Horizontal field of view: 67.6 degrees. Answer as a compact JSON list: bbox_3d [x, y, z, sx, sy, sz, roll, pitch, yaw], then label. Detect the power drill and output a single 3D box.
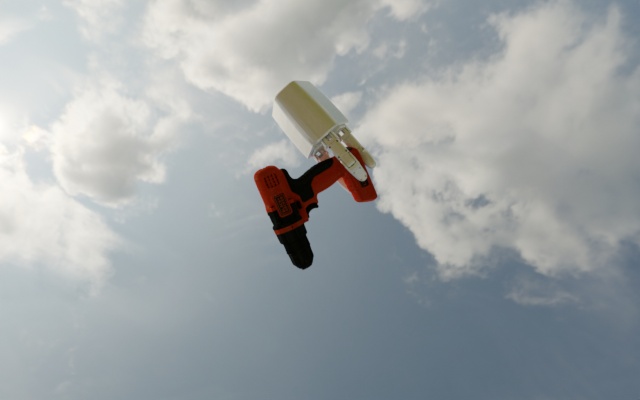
[{"bbox_3d":[0.000,0.002,0.816,0.187,0.184,0.057,-25,9,-17],"label":"power drill"}]
